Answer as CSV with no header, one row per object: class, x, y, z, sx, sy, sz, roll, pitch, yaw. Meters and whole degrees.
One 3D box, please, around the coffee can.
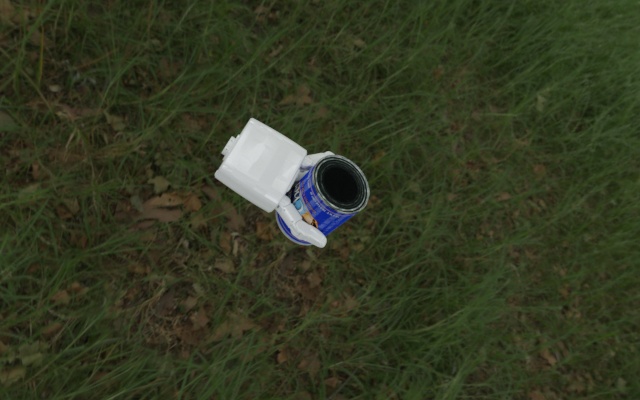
coffee can,0.000,0.003,0.792,0.103,0.102,0.140,0,-25,-32
